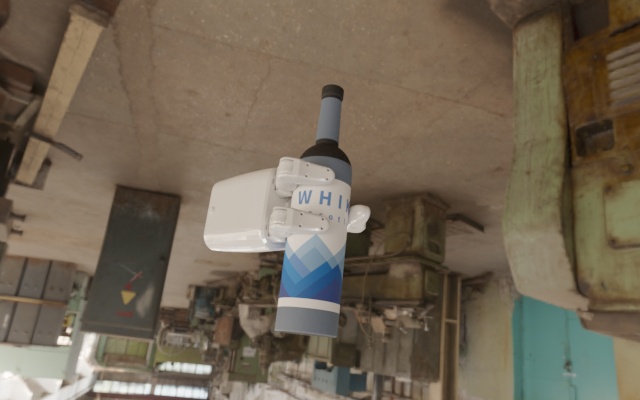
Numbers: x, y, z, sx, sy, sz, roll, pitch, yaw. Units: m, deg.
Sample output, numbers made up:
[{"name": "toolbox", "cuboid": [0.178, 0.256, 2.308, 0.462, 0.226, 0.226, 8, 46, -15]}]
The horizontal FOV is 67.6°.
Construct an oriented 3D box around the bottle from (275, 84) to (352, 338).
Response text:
[{"name": "bottle", "cuboid": [0.000, 0.002, 0.548, 0.069, 0.295, 0.069, 6, -18, 2]}]
